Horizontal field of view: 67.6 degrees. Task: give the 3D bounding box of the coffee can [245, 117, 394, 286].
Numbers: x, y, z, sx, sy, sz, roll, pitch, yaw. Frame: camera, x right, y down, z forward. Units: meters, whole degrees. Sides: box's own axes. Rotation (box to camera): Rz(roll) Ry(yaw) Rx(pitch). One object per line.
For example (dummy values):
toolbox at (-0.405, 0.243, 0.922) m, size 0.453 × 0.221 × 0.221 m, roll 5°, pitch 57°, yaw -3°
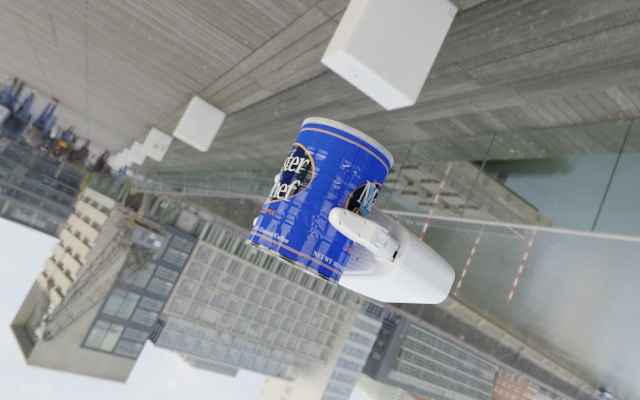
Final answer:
coffee can at (0.000, 0.001, 0.487) m, size 0.103 × 0.140 × 0.103 m, roll 24°, pitch -9°, yaw 4°
